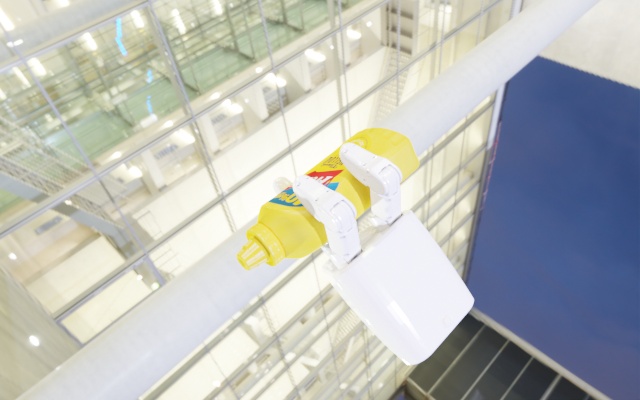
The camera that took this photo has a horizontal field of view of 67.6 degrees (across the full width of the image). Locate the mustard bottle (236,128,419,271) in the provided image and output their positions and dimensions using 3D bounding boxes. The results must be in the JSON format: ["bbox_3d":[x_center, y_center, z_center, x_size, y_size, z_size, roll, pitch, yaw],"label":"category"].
[{"bbox_3d":[0.000,0.001,0.455,0.191,0.058,0.096,-39,27,-25],"label":"mustard bottle"}]
